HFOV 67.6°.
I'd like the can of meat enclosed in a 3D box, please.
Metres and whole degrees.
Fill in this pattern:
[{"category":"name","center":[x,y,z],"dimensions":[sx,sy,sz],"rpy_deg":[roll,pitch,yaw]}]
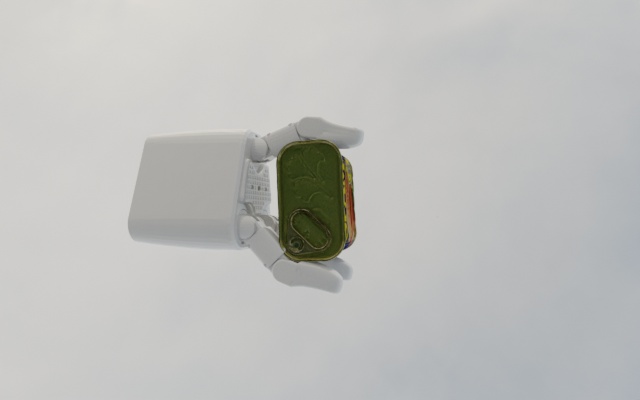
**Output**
[{"category":"can of meat","center":[0.000,0.001,0.438],"dimensions":[0.057,0.102,0.084],"rpy_deg":[-3,-2,12]}]
